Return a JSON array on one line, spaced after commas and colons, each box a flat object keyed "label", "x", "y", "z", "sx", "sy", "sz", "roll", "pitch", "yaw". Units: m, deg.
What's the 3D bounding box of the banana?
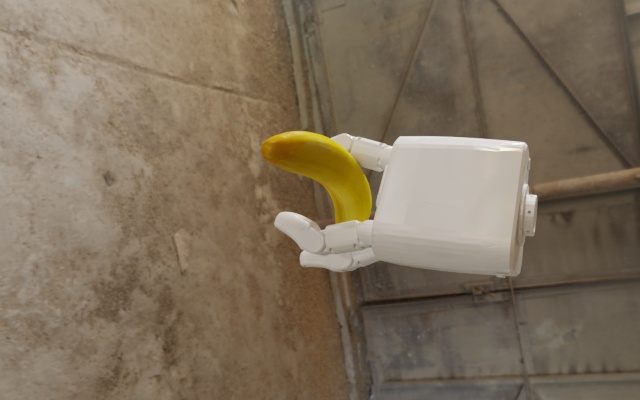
[{"label": "banana", "x": 0.011, "y": -0.012, "z": 0.431, "sx": 0.037, "sy": 0.069, "sz": 0.198, "roll": 21, "pitch": -21, "yaw": 31}]
